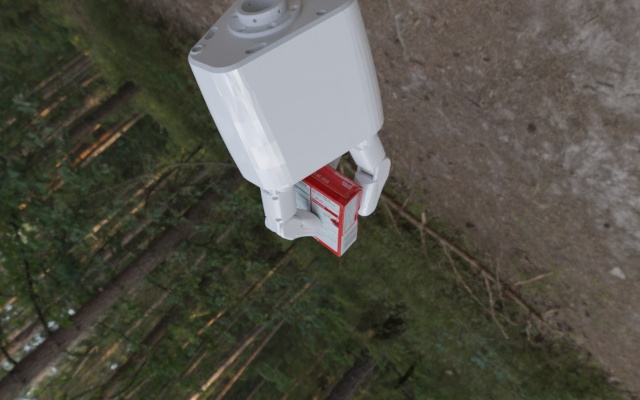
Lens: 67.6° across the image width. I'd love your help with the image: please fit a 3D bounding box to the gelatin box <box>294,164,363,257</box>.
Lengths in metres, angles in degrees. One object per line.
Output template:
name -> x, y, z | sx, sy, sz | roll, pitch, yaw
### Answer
gelatin box -> 0.000, 0.002, 0.440 | 0.073, 0.030, 0.089 | 35, -28, 22
